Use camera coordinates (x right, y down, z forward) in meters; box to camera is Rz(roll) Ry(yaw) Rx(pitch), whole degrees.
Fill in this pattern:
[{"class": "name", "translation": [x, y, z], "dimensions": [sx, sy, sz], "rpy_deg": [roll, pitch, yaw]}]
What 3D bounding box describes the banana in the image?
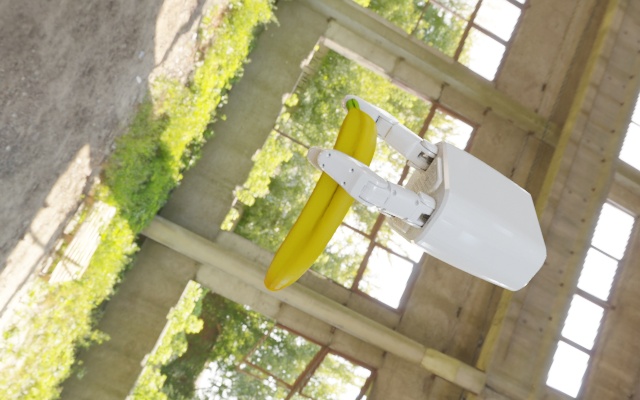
[{"class": "banana", "translation": [0.005, -0.001, 0.425], "dimensions": [0.037, 0.198, 0.069], "rpy_deg": [27, -2, -11]}]
